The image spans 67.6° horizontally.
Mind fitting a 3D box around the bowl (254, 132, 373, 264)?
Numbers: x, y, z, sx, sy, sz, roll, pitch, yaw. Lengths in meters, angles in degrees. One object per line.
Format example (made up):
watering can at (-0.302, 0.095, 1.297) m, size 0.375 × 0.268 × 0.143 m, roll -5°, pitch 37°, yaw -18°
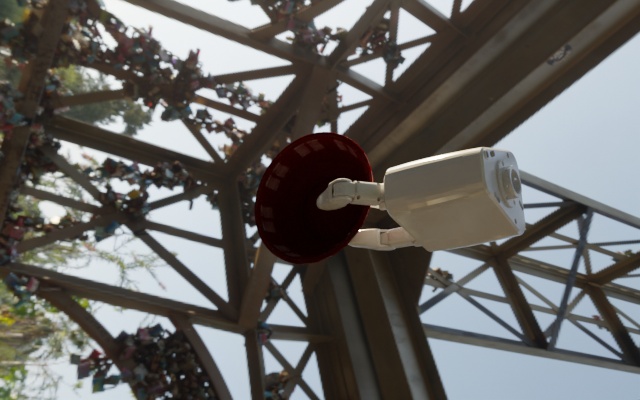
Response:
bowl at (-0.001, 0.002, 0.576) m, size 0.162 × 0.162 × 0.055 m, roll 0°, pitch -18°, yaw 32°
